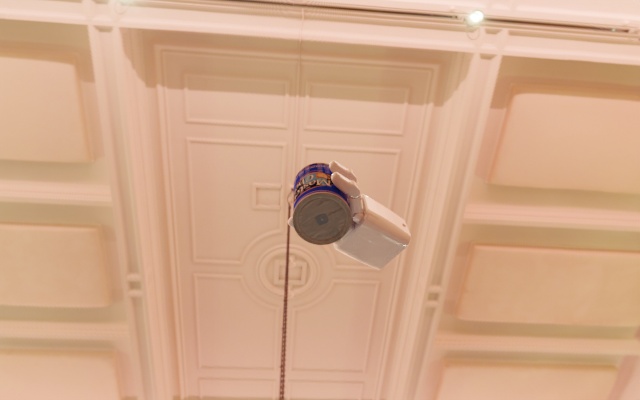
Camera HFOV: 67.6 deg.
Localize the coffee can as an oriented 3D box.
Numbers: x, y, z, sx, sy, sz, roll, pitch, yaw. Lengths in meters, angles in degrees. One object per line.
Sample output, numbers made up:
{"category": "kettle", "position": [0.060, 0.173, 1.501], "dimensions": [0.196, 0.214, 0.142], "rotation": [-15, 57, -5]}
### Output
{"category": "coffee can", "position": [0.000, 0.003, 0.884], "dimensions": [0.103, 0.103, 0.140], "rotation": [0, 26, -3]}
